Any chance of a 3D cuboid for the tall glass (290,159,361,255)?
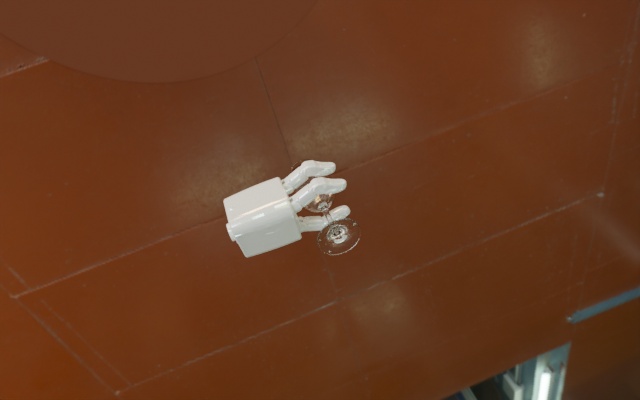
[{"bbox_3d":[0.000,0.003,0.840,0.079,0.079,0.201,0,35,-21],"label":"tall glass"}]
